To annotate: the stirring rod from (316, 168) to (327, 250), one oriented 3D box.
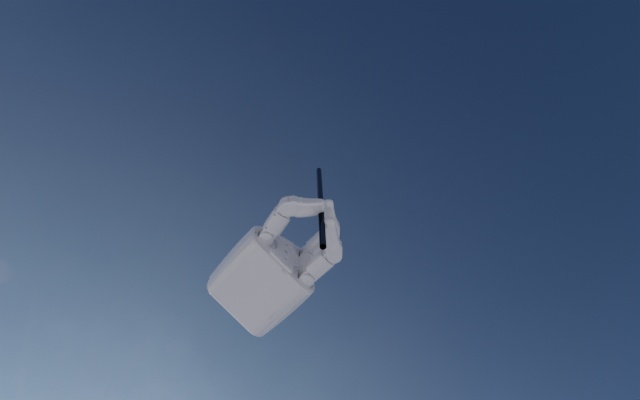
[{"bbox_3d":[0.000,0.002,0.646,0.011,0.011,0.239,0,25,-1],"label":"stirring rod"}]
